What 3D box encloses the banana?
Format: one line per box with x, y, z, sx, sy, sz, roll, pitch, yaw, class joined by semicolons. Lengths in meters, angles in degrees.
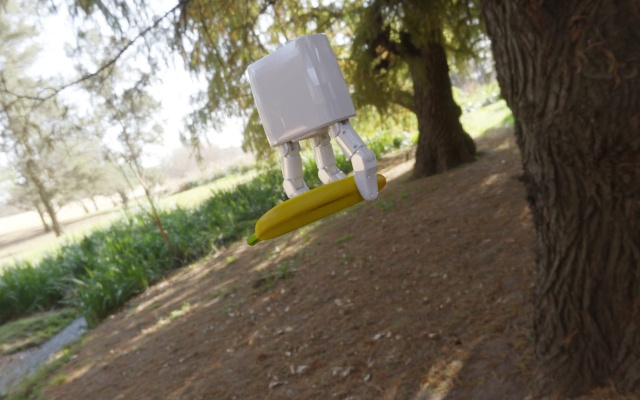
0.001;0.002;0.580;0.198;0.037;0.069;-23;1;-14;banana
